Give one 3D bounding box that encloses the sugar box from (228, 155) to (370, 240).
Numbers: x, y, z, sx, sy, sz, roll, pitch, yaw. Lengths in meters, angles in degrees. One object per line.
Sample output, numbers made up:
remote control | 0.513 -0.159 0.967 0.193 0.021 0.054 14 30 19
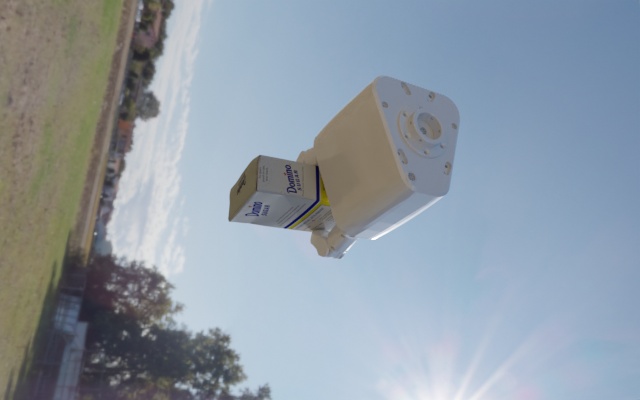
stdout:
sugar box | 0.000 0.001 0.509 0.176 0.048 0.093 12 -26 -24
